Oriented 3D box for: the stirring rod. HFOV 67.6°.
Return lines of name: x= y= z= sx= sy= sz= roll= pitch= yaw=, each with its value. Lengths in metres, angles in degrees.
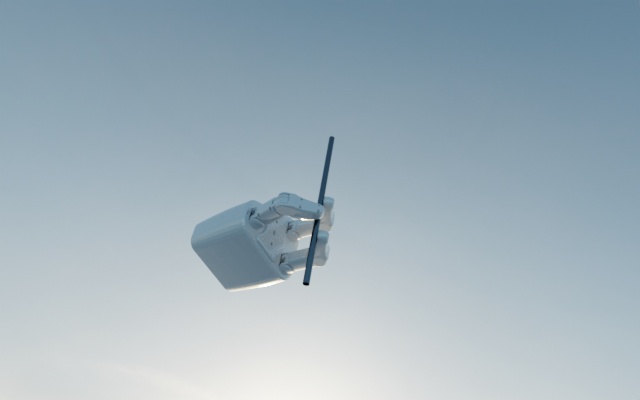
stirring rod: x=0.000 y=0.002 z=0.609 sx=0.011 sy=0.239 sz=0.011 roll=6 pitch=-40 yaw=5
